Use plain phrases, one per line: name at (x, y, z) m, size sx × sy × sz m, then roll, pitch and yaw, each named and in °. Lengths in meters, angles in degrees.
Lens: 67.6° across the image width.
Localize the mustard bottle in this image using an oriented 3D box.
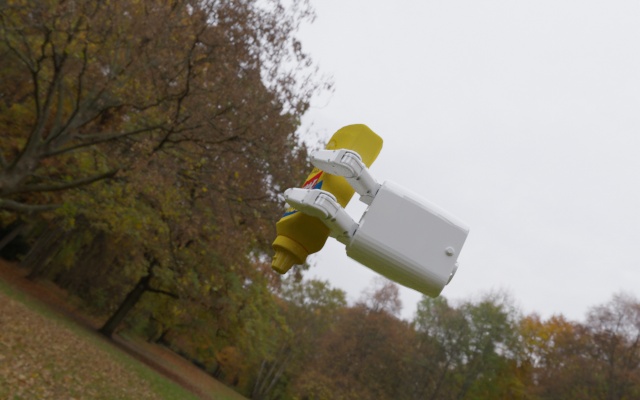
mustard bottle at (0.000, 0.001, 0.556) m, size 0.058 × 0.191 × 0.096 m, roll 38°, pitch -23°, yaw -15°
